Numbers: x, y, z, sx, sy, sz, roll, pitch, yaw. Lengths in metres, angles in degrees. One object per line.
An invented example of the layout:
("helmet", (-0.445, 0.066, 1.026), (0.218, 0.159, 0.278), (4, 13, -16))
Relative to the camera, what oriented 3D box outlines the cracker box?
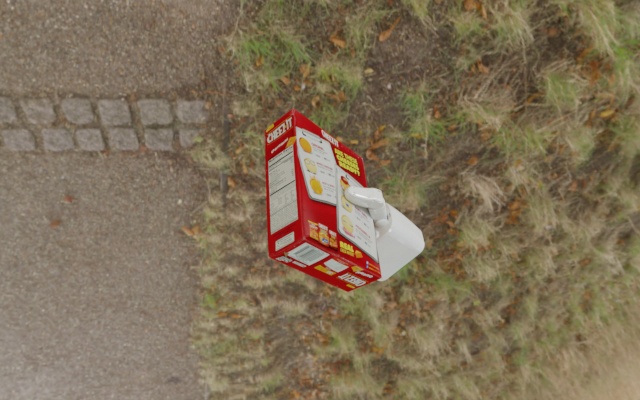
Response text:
("cracker box", (0.000, 0.002, 0.672), (0.072, 0.213, 0.164), (-29, -41, 30))
